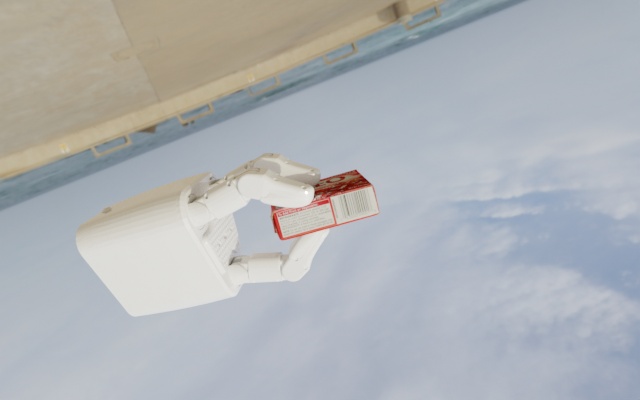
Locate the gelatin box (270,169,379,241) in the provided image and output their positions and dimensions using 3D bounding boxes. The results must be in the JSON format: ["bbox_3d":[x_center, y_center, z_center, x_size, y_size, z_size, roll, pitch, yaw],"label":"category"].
[{"bbox_3d":[0.001,0.002,0.426,0.089,0.030,0.073,-15,15,-3],"label":"gelatin box"}]
